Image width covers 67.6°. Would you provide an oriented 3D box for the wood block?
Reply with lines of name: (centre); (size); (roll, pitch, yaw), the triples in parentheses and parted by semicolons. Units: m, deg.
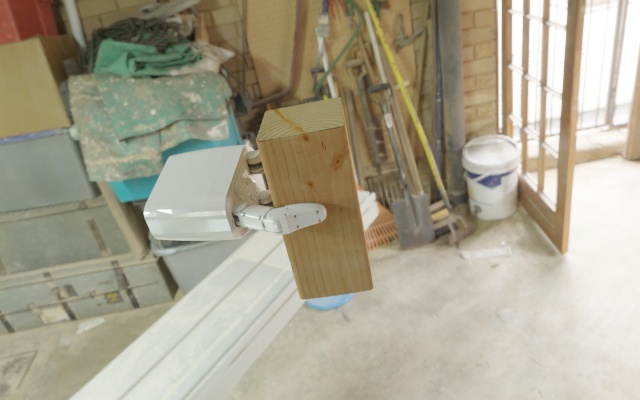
wood block: (0.000, 0.002, 0.545); (0.090, 0.206, 0.090); (-9, 30, 6)
